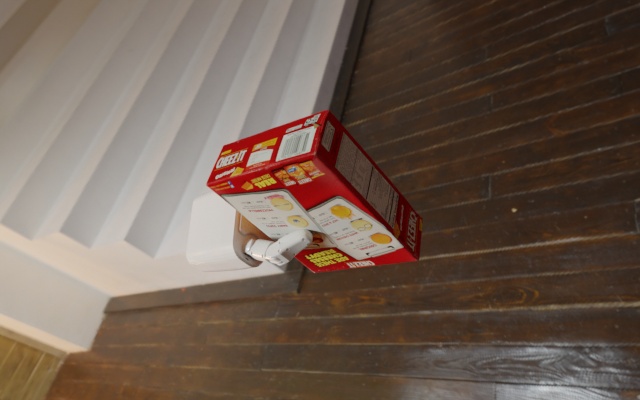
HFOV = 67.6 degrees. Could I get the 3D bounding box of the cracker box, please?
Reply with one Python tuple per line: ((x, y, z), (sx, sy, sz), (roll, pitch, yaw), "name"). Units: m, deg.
((0.000, 0.002, 0.570), (0.164, 0.072, 0.214), (-13, -41, 37), "cracker box")
